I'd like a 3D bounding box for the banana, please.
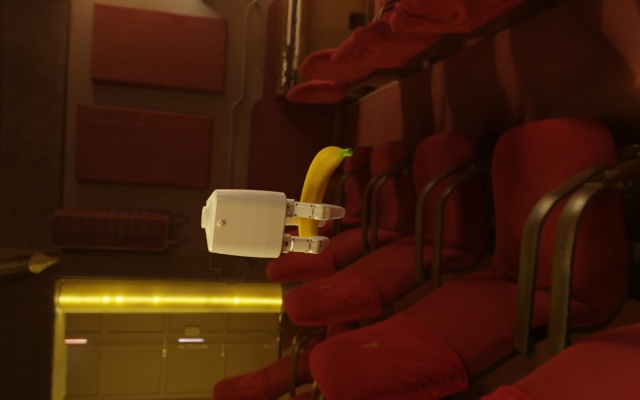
[{"bbox_3d":[-0.005,-0.010,0.773,0.037,0.198,0.069,6,29,-26],"label":"banana"}]
